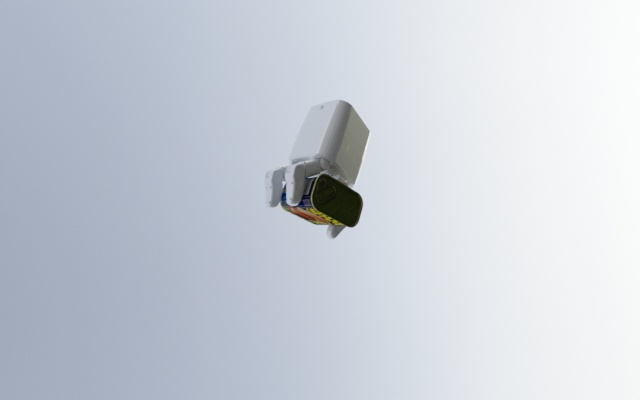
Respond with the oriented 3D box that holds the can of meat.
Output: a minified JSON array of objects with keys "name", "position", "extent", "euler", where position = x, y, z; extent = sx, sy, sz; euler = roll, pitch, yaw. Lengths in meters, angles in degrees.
[{"name":"can of meat","position":[0.000,0.003,0.738],"extent":[0.102,0.057,0.084],"euler":[29,-20,-37]}]
